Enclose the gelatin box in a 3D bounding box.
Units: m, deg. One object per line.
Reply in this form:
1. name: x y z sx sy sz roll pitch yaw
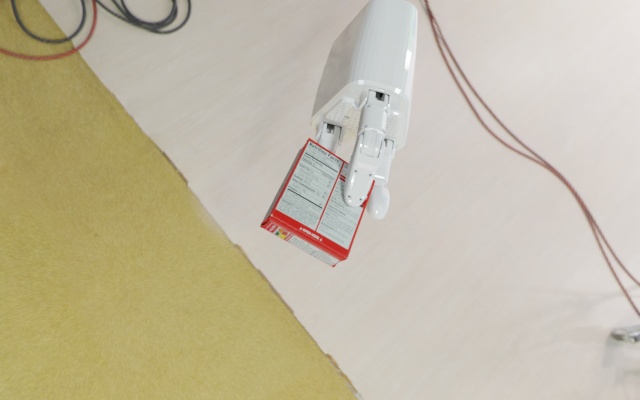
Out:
1. gelatin box: 0.000 0.001 0.411 0.073 0.089 0.030 30 -33 -11
